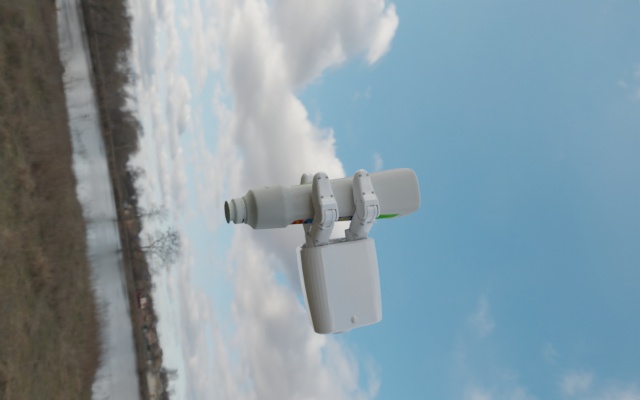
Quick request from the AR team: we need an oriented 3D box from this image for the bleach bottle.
[{"bbox_3d":[0.000,0.002,0.622,0.251,0.068,0.102,-6,-4,-24],"label":"bleach bottle"}]
